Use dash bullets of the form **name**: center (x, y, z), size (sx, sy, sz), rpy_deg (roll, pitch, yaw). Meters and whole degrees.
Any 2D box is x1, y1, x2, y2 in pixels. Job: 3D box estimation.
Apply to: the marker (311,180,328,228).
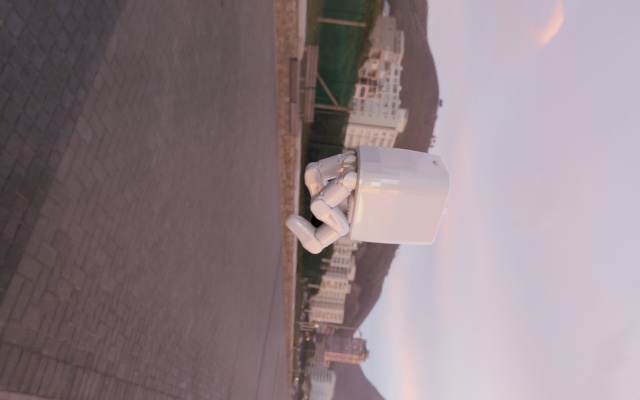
- **marker**: center (0.000, 0.002, 0.657), size (0.020, 0.020, 0.121), rpy_deg (0, 26, 3)
